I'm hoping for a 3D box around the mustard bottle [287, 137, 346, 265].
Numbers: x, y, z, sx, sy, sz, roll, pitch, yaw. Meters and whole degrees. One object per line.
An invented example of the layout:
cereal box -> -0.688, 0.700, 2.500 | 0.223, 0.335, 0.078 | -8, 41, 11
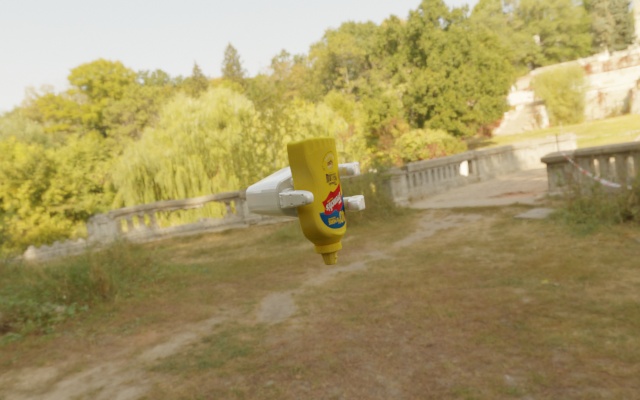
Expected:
mustard bottle -> 0.000, 0.002, 0.719 | 0.058, 0.191, 0.096 | -6, 5, 28
